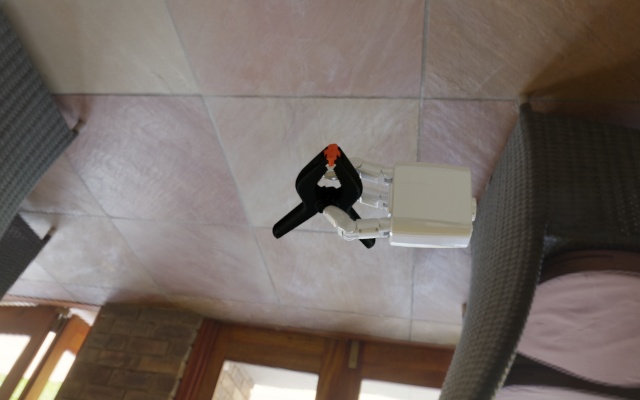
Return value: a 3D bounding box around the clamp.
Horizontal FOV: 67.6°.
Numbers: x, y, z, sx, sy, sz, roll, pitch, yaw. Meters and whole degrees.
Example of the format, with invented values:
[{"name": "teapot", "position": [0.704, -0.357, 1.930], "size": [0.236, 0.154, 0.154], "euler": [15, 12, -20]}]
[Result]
[{"name": "clamp", "position": [0.000, 0.003, 0.696], "size": [0.164, 0.036, 0.210], "euler": [1, -40, 6]}]
